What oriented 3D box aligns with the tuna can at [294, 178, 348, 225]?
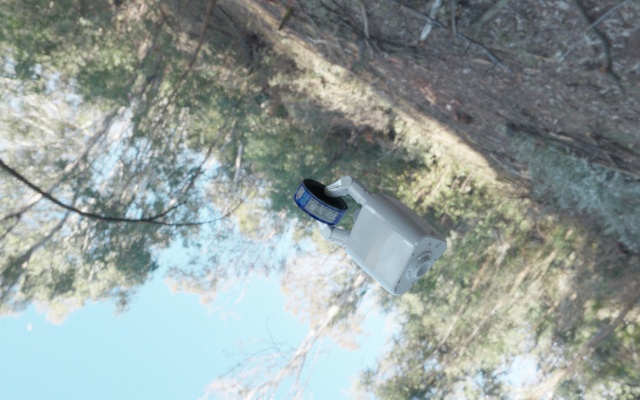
[{"bbox_3d":[0.000,0.003,0.773,0.086,0.034,0.086,30,17,-10],"label":"tuna can"}]
